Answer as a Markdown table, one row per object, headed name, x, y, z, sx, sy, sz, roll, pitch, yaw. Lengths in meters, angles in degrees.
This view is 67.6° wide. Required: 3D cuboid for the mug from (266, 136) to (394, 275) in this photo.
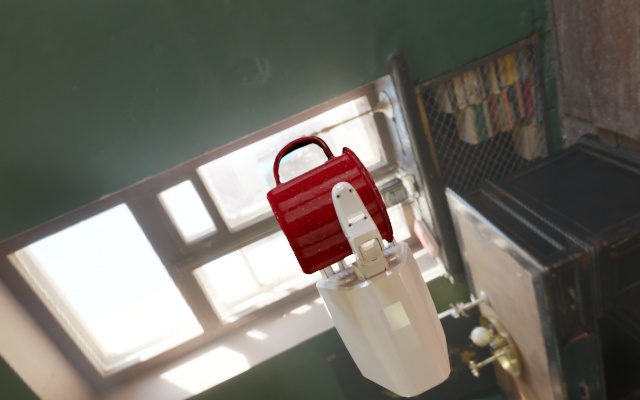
| name | x | y | z | sx | sy | sz | roll | pitch | yaw |
| --- | --- | --- | --- | --- | --- | --- | --- | --- | --- |
| mug | -0.001 | 0.000 | 0.412 | 0.081 | 0.117 | 0.093 | -26 | 0 | -6 |
